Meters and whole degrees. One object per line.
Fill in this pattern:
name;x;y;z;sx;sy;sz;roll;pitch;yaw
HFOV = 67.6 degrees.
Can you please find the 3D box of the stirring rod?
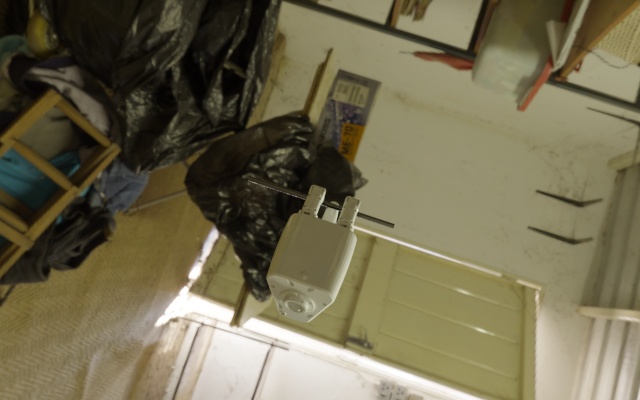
stirring rod;0.000;0.003;0.750;0.239;0.011;0.011;18;1;4
